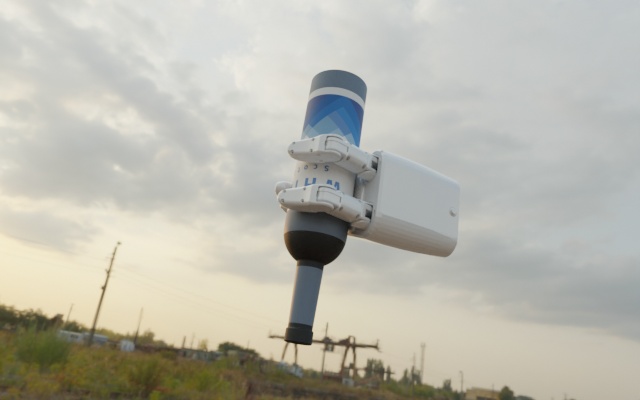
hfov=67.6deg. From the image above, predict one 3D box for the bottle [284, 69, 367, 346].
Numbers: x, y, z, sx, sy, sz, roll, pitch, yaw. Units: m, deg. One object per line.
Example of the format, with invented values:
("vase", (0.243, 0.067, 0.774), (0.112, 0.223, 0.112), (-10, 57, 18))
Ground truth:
("bottle", (0.000, 0.001, 0.511), (0.069, 0.295, 0.069), (8, -21, 3))
